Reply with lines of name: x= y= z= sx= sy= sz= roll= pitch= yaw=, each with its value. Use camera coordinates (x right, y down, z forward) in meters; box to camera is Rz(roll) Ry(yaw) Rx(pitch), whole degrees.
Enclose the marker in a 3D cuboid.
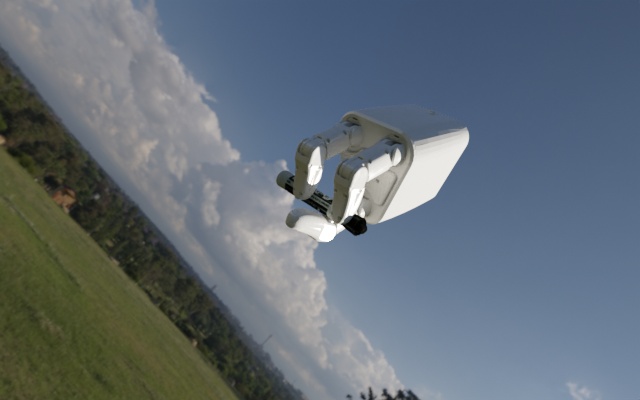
marker: x=0.000 y=0.002 z=0.474 sx=0.121 sy=0.020 sz=0.020 roll=32 pitch=21 yaw=37
